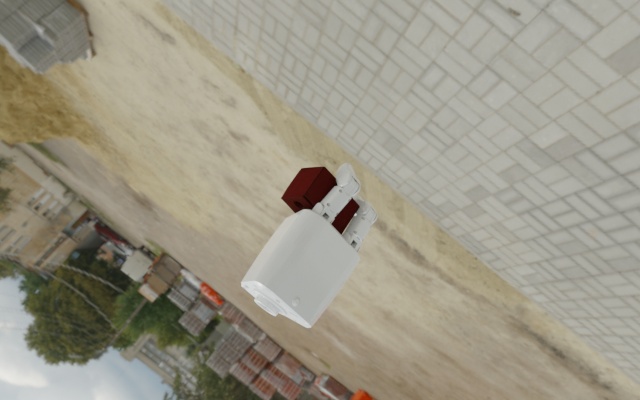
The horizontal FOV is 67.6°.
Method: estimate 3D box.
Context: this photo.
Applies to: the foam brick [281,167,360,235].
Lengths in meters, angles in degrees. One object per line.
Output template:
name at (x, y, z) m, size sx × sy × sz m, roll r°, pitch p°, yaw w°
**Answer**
foam brick at (0.000, 0.002, 0.604) m, size 0.078 × 0.051 × 0.053 m, roll 47°, pitch -26°, yaw -25°
